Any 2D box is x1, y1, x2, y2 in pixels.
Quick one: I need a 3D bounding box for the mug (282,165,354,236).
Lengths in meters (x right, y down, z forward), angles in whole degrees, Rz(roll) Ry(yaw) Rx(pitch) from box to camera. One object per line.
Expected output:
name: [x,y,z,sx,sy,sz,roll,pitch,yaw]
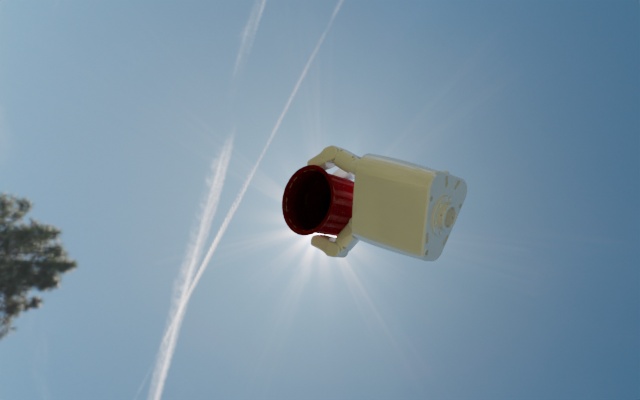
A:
mug: [-0.001,0.002,0.656,0.117,0.093,0.081,20,5,42]
